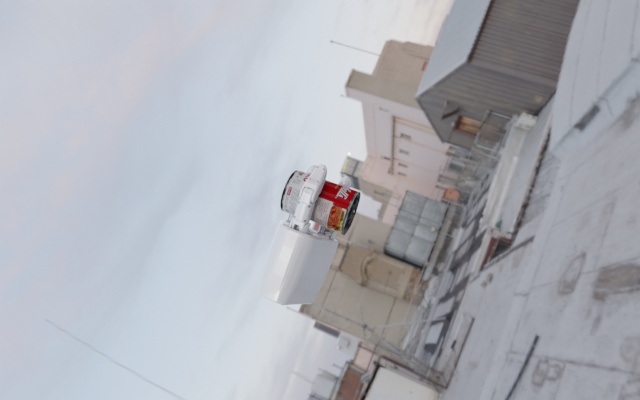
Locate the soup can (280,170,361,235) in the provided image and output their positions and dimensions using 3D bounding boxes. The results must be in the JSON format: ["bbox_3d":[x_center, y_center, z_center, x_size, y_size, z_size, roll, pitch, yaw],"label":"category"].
[{"bbox_3d":[0.000,0.002,0.708,0.102,0.068,0.068,20,5,13],"label":"soup can"}]
